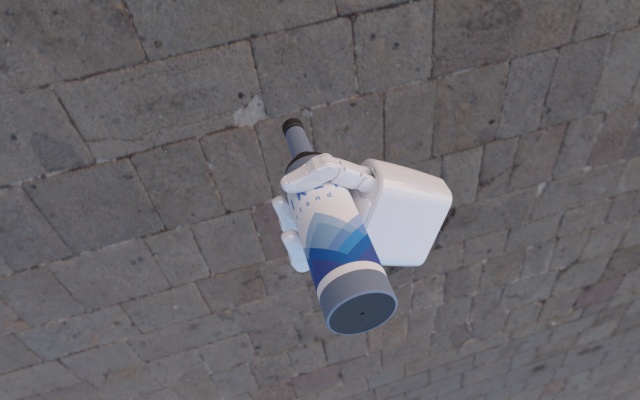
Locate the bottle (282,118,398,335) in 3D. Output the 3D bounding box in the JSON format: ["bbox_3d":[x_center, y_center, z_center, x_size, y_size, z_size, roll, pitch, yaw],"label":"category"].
[{"bbox_3d":[0.000,0.002,0.523,0.069,0.069,0.295,0,42,-20],"label":"bottle"}]
